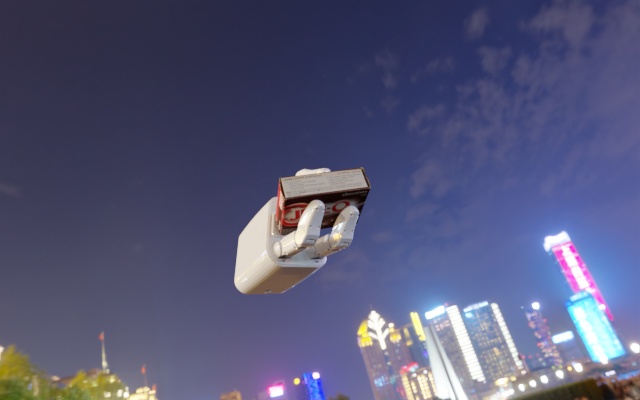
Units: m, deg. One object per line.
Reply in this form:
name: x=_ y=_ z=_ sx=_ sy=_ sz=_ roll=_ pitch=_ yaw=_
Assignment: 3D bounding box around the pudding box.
pudding box: x=0.000 y=0.002 z=0.621 sx=0.113 sy=0.039 sz=0.090 roll=-10 pitch=-29 yaw=-14
